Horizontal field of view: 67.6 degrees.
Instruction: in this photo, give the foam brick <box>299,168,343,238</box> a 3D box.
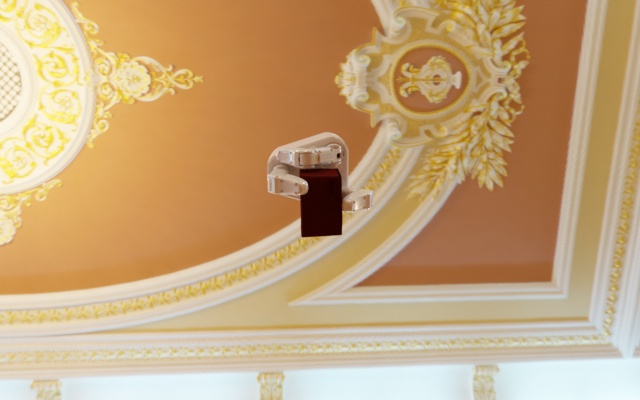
[{"bbox_3d":[0.000,0.002,0.607,0.053,0.078,0.051,-1,14,-3],"label":"foam brick"}]
